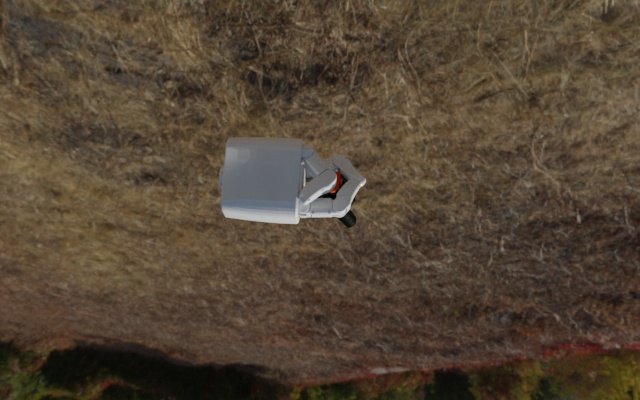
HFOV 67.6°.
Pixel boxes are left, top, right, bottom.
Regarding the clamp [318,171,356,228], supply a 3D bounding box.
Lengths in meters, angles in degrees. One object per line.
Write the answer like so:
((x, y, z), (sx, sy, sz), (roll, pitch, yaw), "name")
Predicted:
((0.000, 0.003, 0.749), (0.120, 0.039, 0.171), (-2, -26, 0), "clamp")
